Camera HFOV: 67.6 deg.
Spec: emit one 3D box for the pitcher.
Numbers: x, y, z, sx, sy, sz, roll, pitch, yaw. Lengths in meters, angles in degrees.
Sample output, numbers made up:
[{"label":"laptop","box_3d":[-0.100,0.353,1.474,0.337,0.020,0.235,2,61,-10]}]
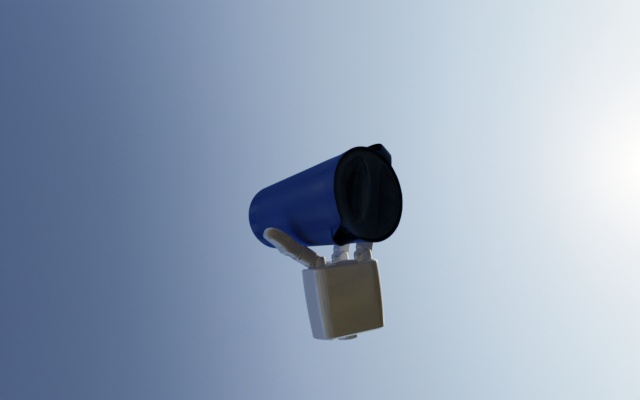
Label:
[{"label":"pitcher","box_3d":[0.000,0.003,0.736,0.149,0.145,0.243,-6,-5,-41]}]
